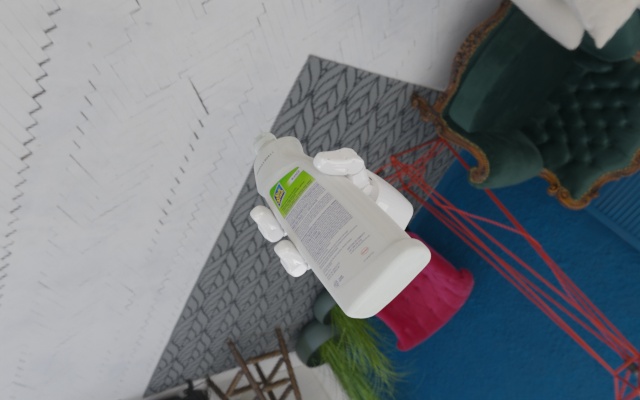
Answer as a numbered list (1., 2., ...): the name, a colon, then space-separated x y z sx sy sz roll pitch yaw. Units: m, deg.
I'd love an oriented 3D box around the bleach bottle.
1. bleach bottle: 0.000 0.002 0.523 0.068 0.102 0.250 22 24 -53
